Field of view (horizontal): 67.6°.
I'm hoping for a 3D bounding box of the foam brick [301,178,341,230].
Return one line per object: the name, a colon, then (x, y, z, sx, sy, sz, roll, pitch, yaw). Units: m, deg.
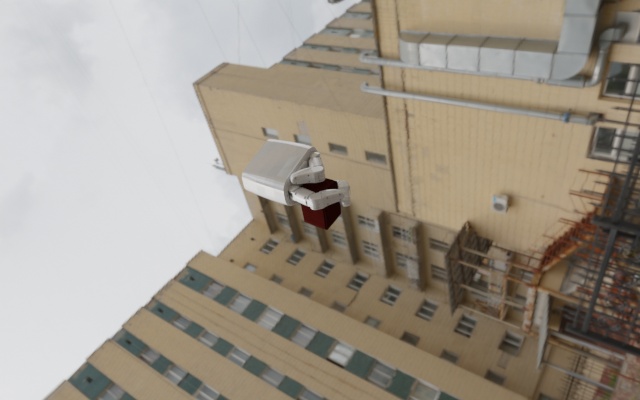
foam brick: (0.000, 0.003, 0.864, 0.051, 0.078, 0.053, 16, 42, 30)
